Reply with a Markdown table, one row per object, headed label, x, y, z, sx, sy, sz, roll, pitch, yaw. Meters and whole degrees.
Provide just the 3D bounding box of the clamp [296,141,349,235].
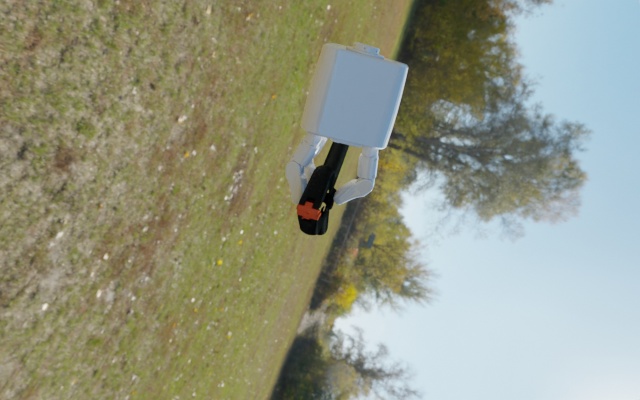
| label | x | y | z | sx | sy | sz | roll | pitch | yaw |
| --- | --- | --- | --- | --- | --- | --- | --- | --- | --- |
| clamp | 0.001 | 0.002 | 0.664 | 0.036 | 0.165 | 0.210 | 15 | 21 | 6 |
